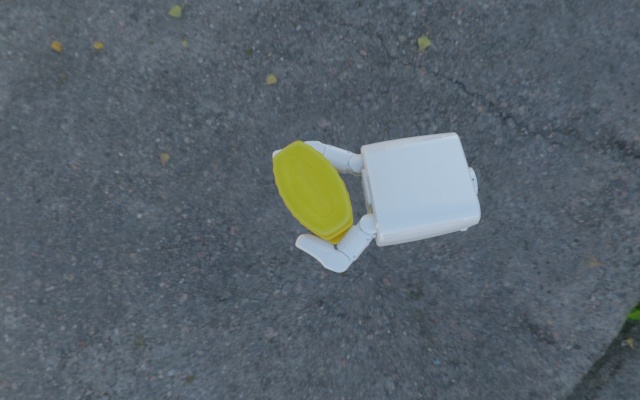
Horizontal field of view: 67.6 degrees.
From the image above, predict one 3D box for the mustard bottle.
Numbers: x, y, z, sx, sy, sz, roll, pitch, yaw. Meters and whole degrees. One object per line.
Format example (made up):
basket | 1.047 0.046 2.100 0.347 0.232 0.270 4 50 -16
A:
mustard bottle | 0.000 0.002 0.531 0.058 0.096 0.192 -35 -10 -1
